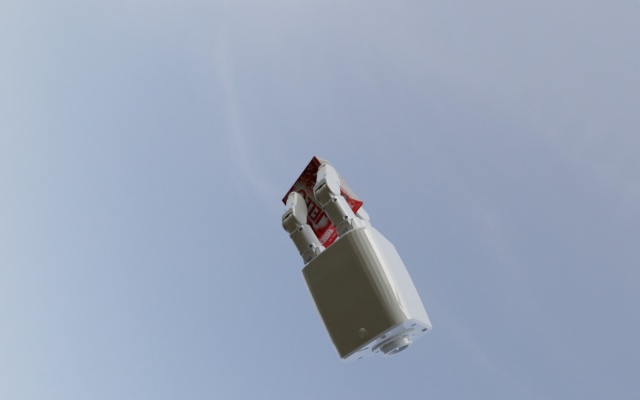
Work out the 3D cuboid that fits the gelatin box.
[{"bbox_3d":[0.000,0.002,0.570,0.030,0.073,0.089,17,27,-45],"label":"gelatin box"}]
